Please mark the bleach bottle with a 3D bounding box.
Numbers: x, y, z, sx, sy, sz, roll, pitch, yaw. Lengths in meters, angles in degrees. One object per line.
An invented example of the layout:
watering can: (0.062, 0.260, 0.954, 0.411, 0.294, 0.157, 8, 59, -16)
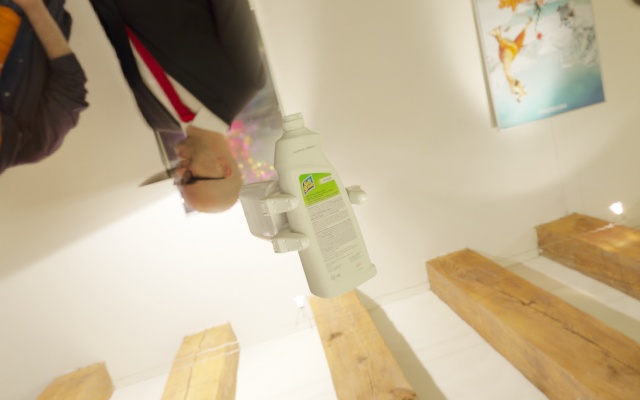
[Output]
bleach bottle: (0.000, 0.002, 0.661, 0.102, 0.251, 0.068, -22, 13, -31)
